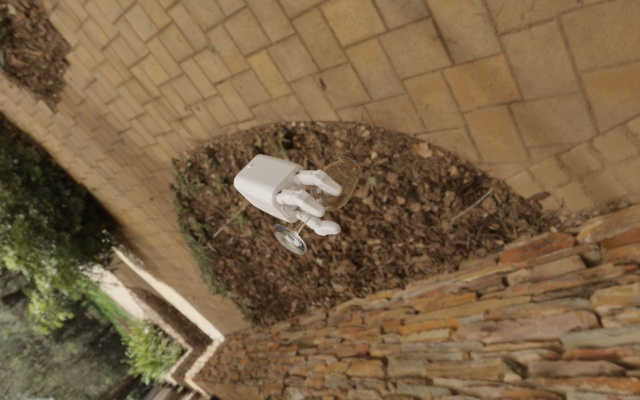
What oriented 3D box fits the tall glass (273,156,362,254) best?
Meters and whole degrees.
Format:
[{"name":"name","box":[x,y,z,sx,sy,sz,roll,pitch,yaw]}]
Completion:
[{"name":"tall glass","box":[0.000,0.003,0.892,0.079,0.079,0.201,0,42,50]}]
